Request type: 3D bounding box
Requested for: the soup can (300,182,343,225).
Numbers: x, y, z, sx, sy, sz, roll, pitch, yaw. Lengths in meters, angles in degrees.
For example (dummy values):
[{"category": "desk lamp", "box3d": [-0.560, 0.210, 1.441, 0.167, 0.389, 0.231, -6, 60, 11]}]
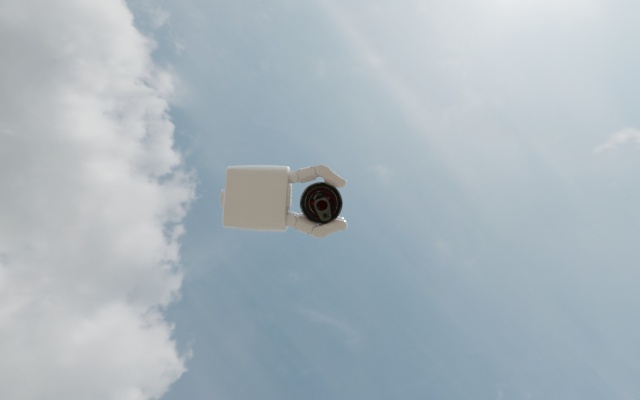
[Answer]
[{"category": "soup can", "box3d": [0.001, 0.002, 0.802, 0.068, 0.068, 0.102, 0, 2, -1]}]
